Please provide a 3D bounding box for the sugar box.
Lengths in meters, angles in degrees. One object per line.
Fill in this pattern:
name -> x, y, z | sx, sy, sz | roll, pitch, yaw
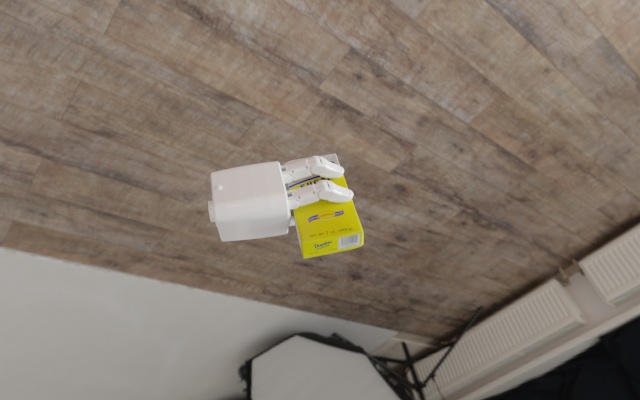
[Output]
sugar box -> 0.000, 0.002, 0.746 | 0.093, 0.176, 0.048 | -10, -40, -7
